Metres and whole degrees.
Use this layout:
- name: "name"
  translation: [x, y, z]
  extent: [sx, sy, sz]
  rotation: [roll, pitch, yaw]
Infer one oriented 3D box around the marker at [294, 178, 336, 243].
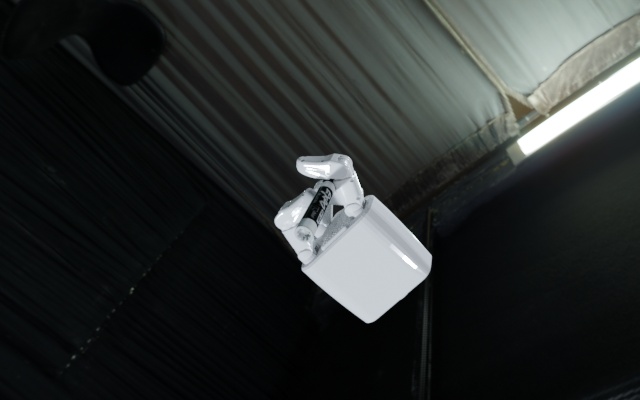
- name: "marker"
  translation: [0.000, 0.002, 0.495]
  extent: [0.020, 0.020, 0.121]
  rotation: [0, 30, 18]
